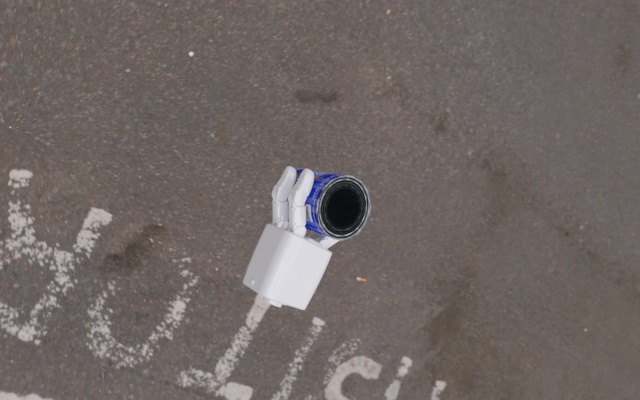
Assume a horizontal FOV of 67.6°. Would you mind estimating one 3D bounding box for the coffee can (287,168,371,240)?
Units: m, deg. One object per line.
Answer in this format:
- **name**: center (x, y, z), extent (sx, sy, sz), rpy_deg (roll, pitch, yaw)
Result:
- **coffee can**: center (0.000, 0.002, 0.796), extent (0.103, 0.103, 0.140), rpy_deg (0, 7, -33)
